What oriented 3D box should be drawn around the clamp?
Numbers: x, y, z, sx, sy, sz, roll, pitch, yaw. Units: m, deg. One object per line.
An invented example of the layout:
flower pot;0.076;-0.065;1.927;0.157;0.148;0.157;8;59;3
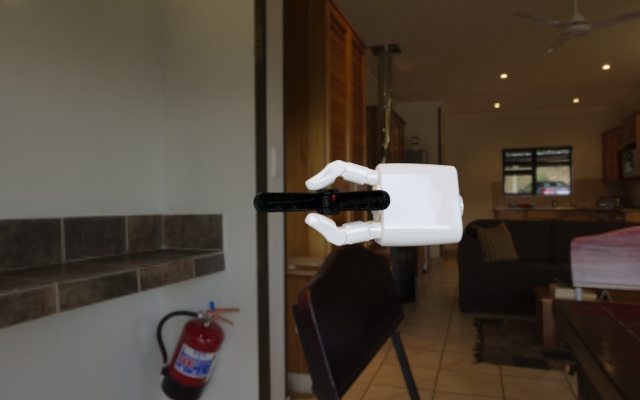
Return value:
clamp;0.000;0.001;0.658;0.164;0.036;0.210;0;-1;-1
